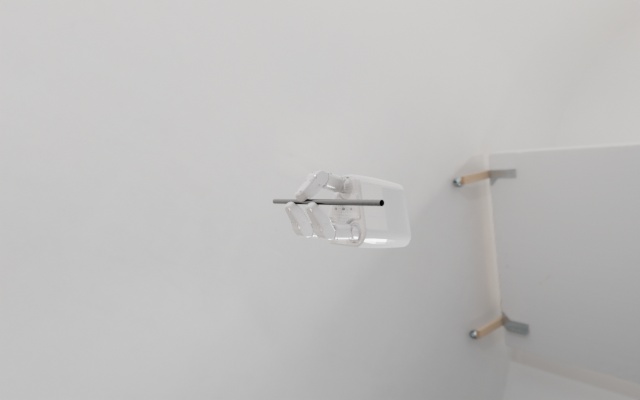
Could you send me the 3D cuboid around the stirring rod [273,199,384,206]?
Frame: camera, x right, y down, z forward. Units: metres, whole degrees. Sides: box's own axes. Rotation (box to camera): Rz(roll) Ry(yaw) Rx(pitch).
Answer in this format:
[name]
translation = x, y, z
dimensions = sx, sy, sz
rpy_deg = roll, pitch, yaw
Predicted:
[stirring rod]
translation = 0.000, 0.002, 0.658
dimensions = 0.011, 0.011, 0.239
rpy_deg = 0, 0, -37
